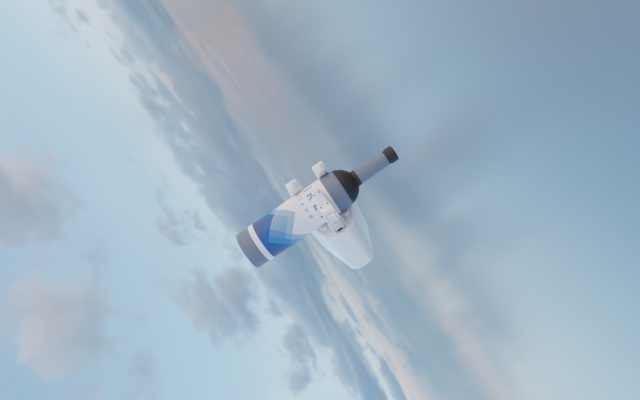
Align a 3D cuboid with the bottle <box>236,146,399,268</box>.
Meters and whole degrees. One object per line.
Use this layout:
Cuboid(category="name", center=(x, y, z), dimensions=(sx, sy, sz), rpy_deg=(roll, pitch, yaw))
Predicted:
Cuboid(category="bottle", center=(0.000, 0.003, 0.793), dimensions=(0.296, 0.069, 0.069), rpy_deg=(-34, -1, 1))
